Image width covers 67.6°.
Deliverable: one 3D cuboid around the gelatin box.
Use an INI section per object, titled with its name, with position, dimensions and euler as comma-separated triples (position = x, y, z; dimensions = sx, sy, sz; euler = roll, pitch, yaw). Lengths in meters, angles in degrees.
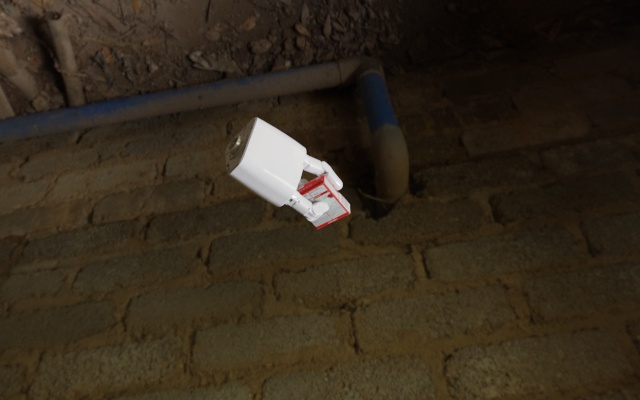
[gelatin box]
position = 0.000, 0.003, 0.866
dimensions = 0.073, 0.089, 0.030
euler = -27, 33, 23
